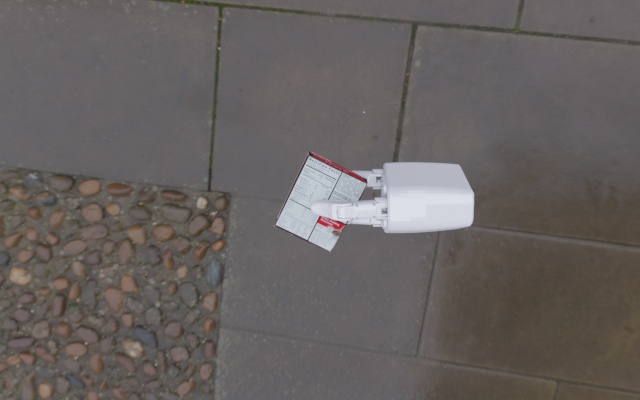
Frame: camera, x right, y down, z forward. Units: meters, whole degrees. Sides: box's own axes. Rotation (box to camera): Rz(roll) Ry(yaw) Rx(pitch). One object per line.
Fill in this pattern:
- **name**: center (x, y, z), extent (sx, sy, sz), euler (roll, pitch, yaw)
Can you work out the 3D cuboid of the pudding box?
- **pudding box**: center (0.000, 0.002, 0.647), extent (0.090, 0.113, 0.039), euler (26, 11, -2)
